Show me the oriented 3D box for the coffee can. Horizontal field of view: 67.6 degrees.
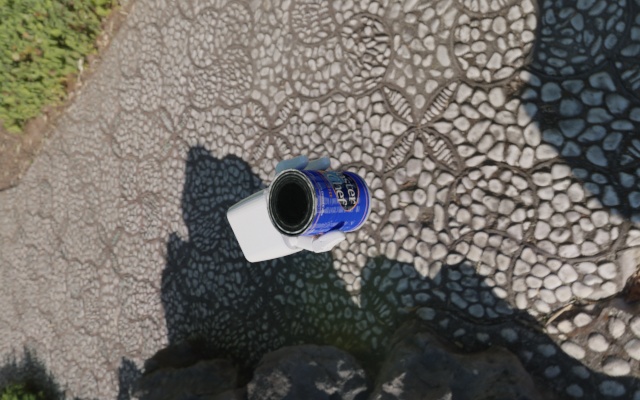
[{"bbox_3d":[0.000,0.002,0.757,0.103,0.103,0.140,0,1,40],"label":"coffee can"}]
